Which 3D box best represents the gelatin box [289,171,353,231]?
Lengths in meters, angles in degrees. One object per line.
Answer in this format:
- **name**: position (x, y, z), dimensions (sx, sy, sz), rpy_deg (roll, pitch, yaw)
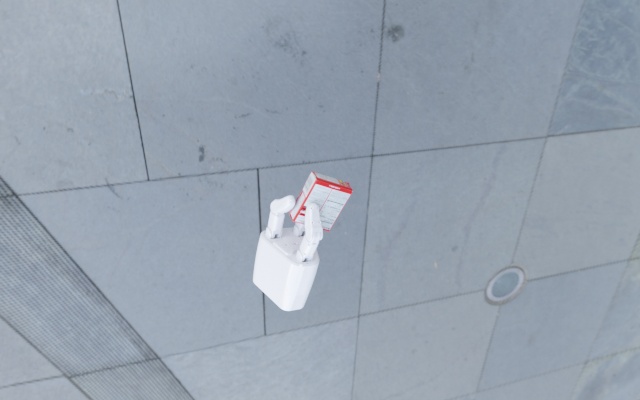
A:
- **gelatin box**: position (0.000, 0.003, 0.789), dimensions (0.073, 0.089, 0.030), rpy_deg (16, 27, -29)
